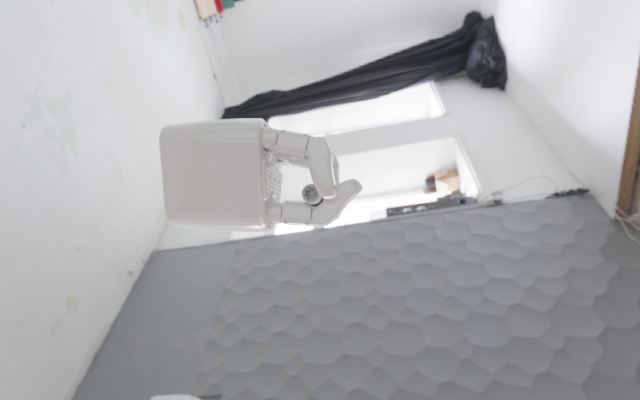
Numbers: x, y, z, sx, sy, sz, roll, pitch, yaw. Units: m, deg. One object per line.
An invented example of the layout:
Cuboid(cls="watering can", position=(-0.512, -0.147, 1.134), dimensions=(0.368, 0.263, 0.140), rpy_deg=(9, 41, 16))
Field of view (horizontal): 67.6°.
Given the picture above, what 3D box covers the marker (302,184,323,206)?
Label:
Cuboid(cls="marker", position=(0.000, 0.002, 0.518), dimensions=(0.020, 0.020, 0.121), rpy_deg=(0, -8, 9))
